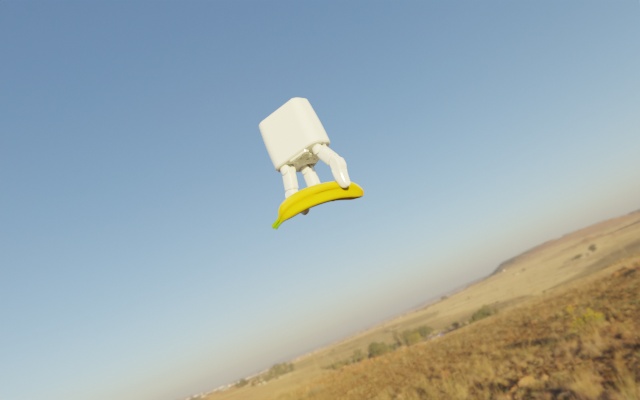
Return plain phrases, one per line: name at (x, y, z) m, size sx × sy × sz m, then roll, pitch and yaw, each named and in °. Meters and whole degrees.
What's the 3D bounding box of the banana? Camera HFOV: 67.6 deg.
banana at (0.002, -0.005, 0.868) m, size 0.198 × 0.037 × 0.070 m, roll -18°, pitch -23°, yaw -24°
